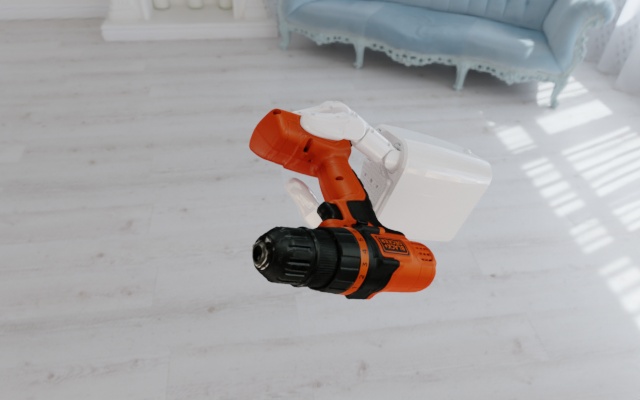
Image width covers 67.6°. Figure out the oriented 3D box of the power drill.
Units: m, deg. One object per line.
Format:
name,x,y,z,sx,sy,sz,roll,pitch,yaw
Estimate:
power drill,0.000,0.001,0.420,0.184,0.187,0.057,13,-51,-42
